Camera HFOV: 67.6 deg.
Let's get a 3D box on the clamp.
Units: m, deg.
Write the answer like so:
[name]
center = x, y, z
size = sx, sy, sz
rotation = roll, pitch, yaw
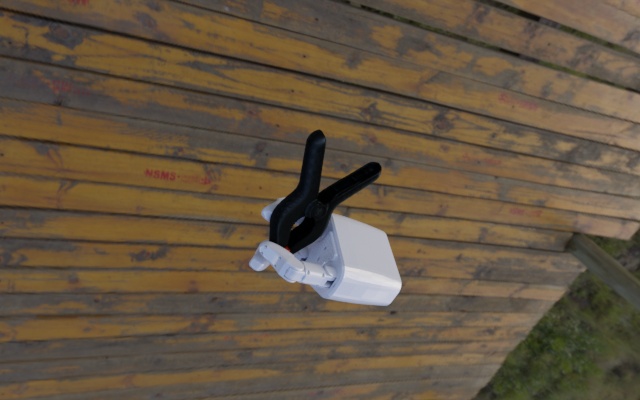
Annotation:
[clamp]
center = 0.000, 0.002, 0.586
size = 0.120, 0.171, 0.039
rotation = 16, 27, -34
